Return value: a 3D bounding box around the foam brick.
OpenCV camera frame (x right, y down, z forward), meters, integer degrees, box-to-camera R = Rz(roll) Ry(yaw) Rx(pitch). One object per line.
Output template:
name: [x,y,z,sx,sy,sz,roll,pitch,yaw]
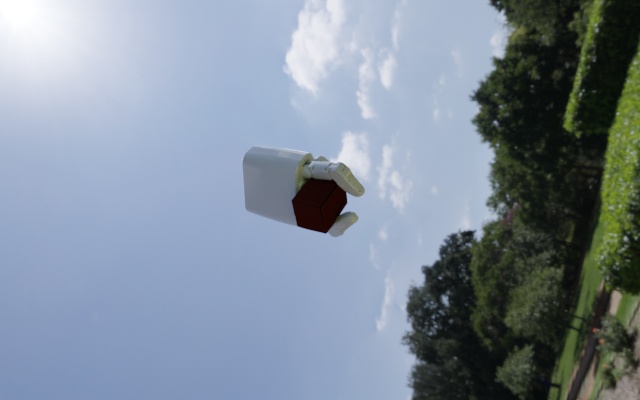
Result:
foam brick: [0.000,0.002,0.714,0.051,0.053,0.078,12,43,25]
